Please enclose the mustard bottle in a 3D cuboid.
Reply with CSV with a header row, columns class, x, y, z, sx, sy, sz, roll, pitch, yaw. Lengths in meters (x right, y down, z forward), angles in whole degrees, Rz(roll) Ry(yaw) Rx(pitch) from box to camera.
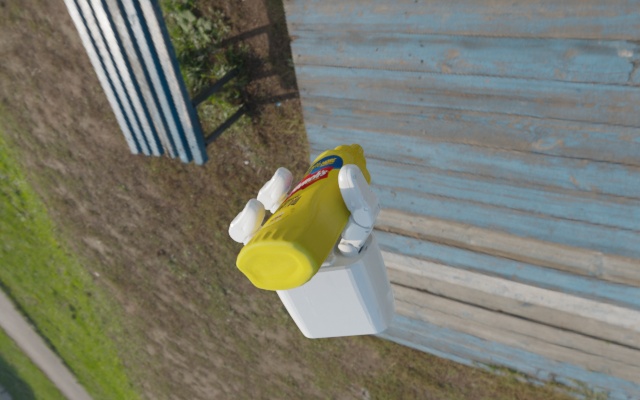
class,x,y,z,sx,sy,sz,roll,pitch,yaw
mustard bottle,0.000,0.001,0.477,0.096,0.058,0.191,-27,20,45
